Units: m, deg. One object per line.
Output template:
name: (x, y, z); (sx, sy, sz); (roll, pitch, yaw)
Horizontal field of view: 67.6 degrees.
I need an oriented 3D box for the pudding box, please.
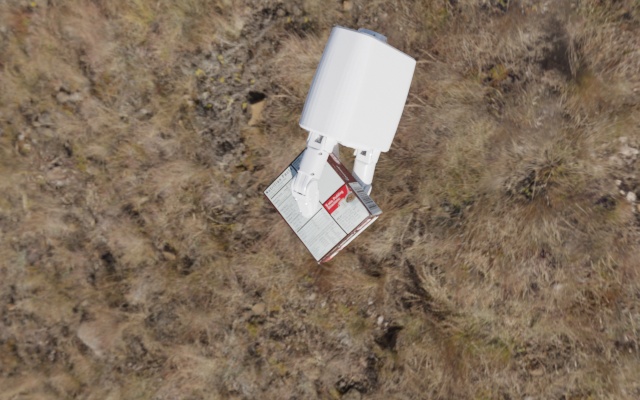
pudding box: (0.000, 0.002, 0.551); (0.090, 0.113, 0.039); (-44, -15, 20)
